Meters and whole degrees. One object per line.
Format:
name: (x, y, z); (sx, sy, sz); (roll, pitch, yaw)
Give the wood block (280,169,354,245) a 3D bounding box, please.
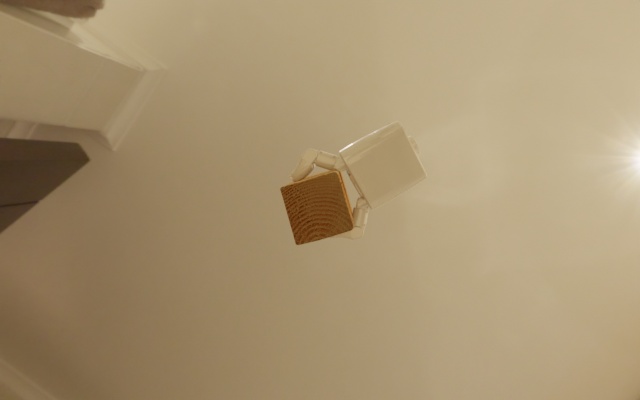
wood block: (0.001, 0.003, 0.789); (0.090, 0.091, 0.206); (-16, 4, 5)
